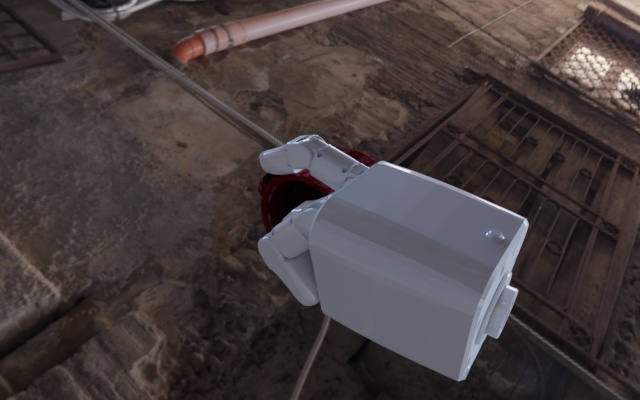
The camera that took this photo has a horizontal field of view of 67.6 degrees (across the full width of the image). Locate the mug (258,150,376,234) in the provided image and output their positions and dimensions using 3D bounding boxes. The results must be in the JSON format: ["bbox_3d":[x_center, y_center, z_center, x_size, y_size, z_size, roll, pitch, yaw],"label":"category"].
[{"bbox_3d":[-0.001,0.001,0.419,0.117,0.093,0.081,25,38,27],"label":"mug"}]
